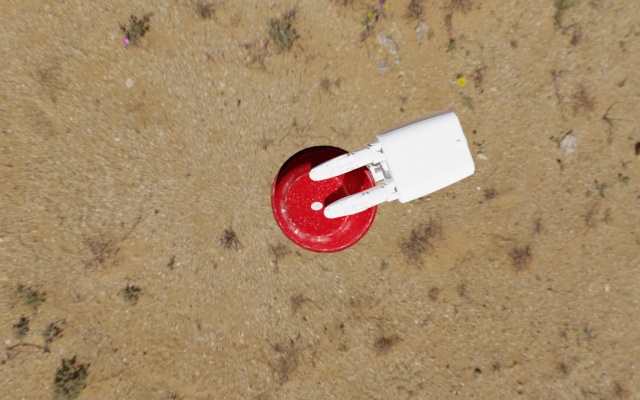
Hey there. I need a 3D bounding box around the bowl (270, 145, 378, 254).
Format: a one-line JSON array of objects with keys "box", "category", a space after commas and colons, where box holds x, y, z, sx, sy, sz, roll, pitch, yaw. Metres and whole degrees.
[{"box": [-0.001, 0.003, 0.683, 0.162, 0.162, 0.055, 0, 7, 10], "category": "bowl"}]
